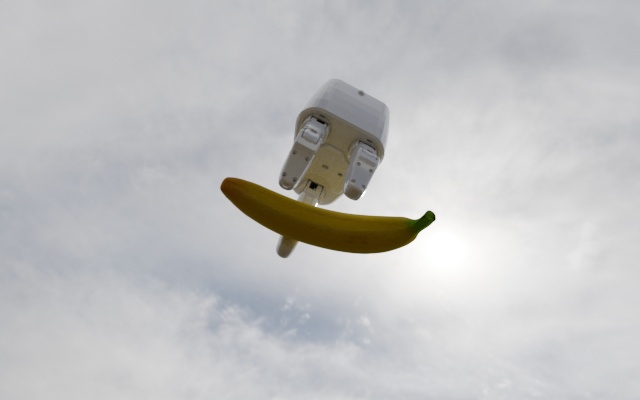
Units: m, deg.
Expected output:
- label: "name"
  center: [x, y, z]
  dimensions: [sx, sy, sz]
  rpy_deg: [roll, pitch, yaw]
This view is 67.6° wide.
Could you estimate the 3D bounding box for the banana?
- label: "banana"
  center: [0.004, 0.016, 0.446]
  dimensions: [0.198, 0.070, 0.037]
  rpy_deg: [8, 41, 12]
